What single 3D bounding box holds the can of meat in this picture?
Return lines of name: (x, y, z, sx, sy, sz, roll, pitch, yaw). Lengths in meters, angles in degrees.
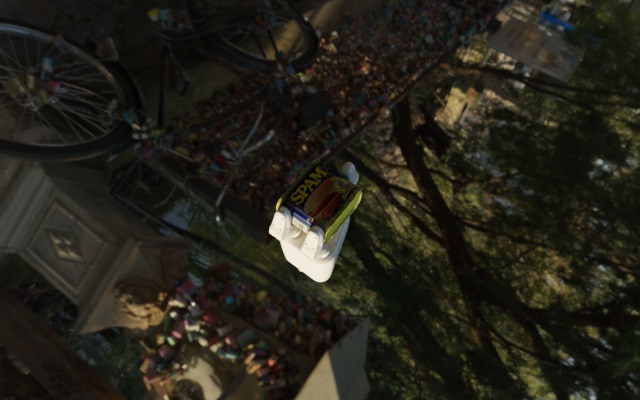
can of meat: (0.000, 0.002, 0.696, 0.084, 0.102, 0.057, 34, -26, 15)
